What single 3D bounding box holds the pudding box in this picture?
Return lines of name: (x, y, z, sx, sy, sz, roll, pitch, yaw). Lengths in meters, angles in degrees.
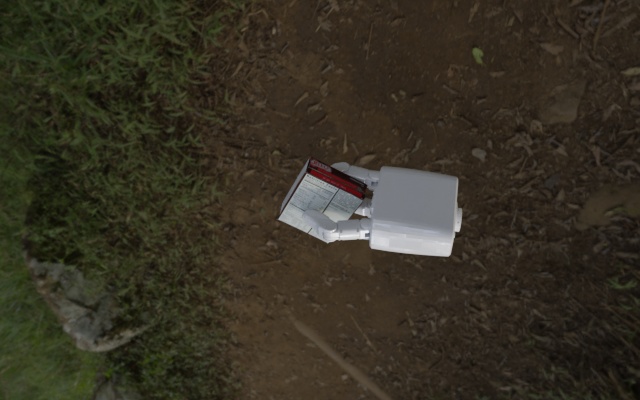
pudding box: (0.000, 0.002, 0.673, 0.090, 0.039, 0.113, 27, -48, -9)
